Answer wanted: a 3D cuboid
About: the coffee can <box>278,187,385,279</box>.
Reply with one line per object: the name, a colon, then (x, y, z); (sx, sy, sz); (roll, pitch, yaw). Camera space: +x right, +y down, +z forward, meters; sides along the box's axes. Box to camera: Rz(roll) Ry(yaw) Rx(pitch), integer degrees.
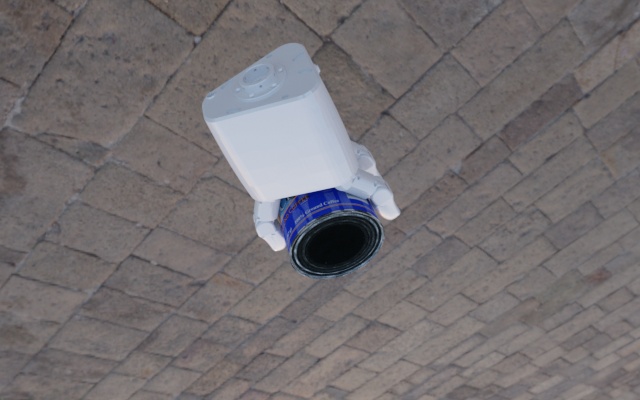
coffee can: (0.000, 0.002, 0.538); (0.103, 0.103, 0.140); (0, 42, -20)
